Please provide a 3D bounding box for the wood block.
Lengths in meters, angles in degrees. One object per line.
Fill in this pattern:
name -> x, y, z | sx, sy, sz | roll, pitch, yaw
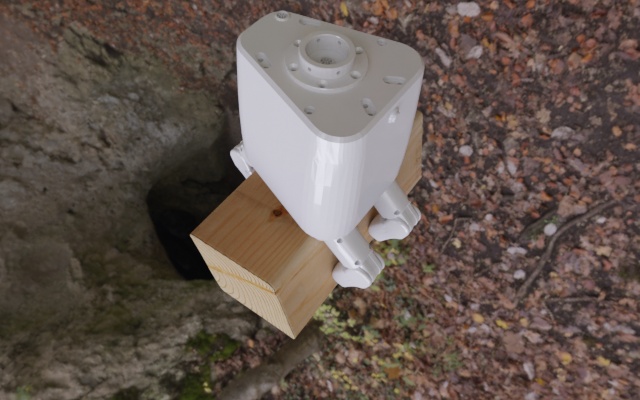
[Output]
wood block -> 0.000, 0.001, 0.425 | 0.091, 0.206, 0.090 | 26, -31, 29
